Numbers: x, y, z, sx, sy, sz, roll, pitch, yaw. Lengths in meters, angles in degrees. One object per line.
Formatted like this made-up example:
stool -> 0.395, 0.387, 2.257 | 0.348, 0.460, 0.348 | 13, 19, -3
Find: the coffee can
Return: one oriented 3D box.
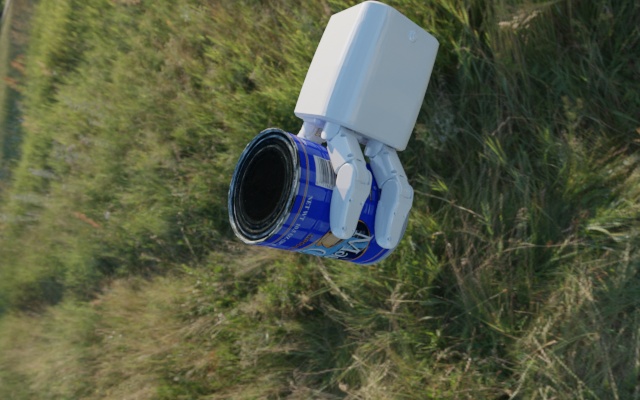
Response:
coffee can -> 0.000, 0.002, 0.452 | 0.140, 0.103, 0.103 | 16, -10, -40
